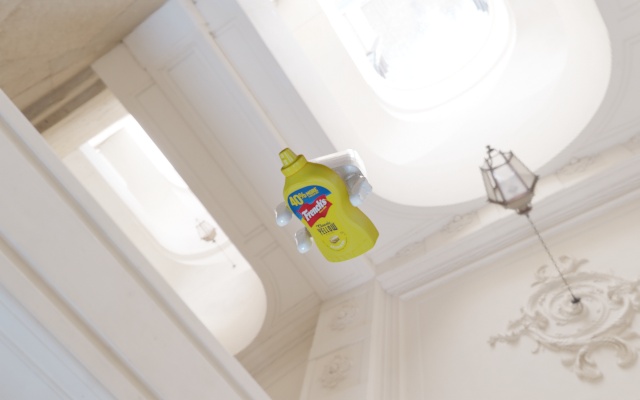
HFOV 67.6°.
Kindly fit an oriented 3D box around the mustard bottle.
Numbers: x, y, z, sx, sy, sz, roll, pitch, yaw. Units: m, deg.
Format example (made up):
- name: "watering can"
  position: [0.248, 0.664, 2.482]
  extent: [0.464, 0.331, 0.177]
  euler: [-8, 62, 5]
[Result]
- name: "mustard bottle"
  position: [0.000, 0.003, 0.714]
  extent: [0.096, 0.192, 0.058]
  euler: [-23, 21, 37]
